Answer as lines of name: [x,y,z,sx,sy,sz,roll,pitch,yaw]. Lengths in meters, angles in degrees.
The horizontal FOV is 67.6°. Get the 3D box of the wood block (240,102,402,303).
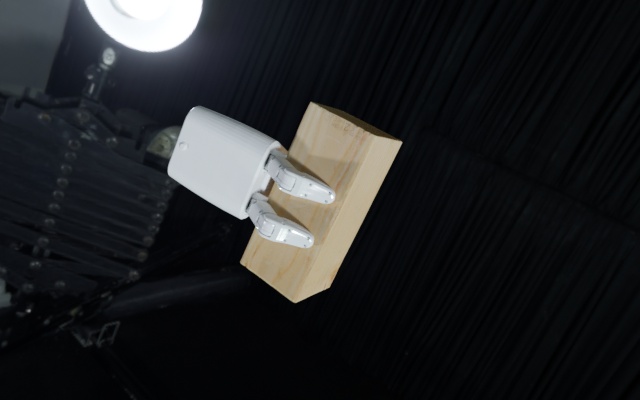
wood block: [0.000,0.002,0.561,0.090,0.206,0.091,32,17,22]
